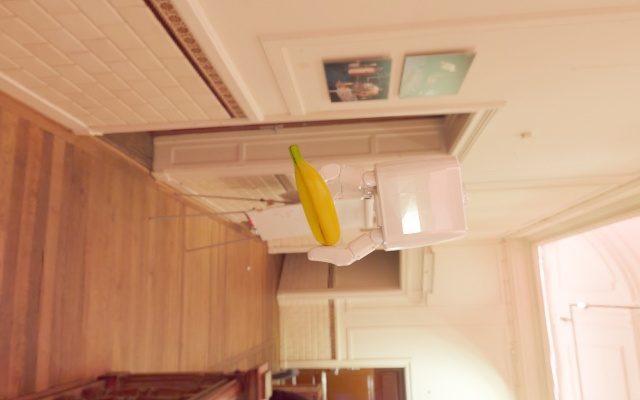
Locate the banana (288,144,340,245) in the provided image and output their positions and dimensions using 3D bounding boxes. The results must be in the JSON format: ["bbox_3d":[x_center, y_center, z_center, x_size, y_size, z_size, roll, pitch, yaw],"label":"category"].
[{"bbox_3d":[0.002,0.015,0.599,0.037,0.069,0.198,-12,-36,4],"label":"banana"}]
